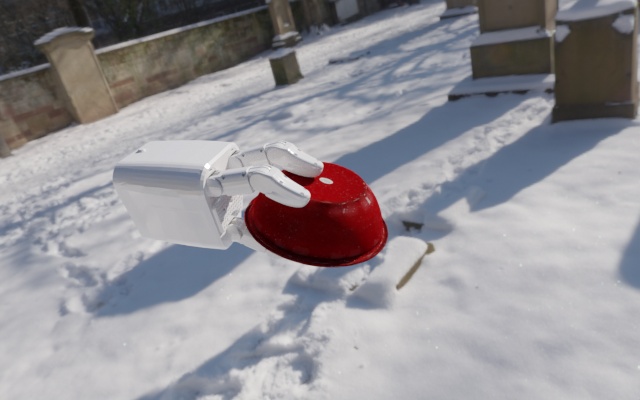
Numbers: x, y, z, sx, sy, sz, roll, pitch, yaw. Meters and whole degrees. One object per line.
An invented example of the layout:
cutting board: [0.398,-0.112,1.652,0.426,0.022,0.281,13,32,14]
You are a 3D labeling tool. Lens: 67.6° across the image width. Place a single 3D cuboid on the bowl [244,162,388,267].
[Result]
bowl: [0.001,0.001,0.521,0.162,0.055,0.162,8,30,-5]
